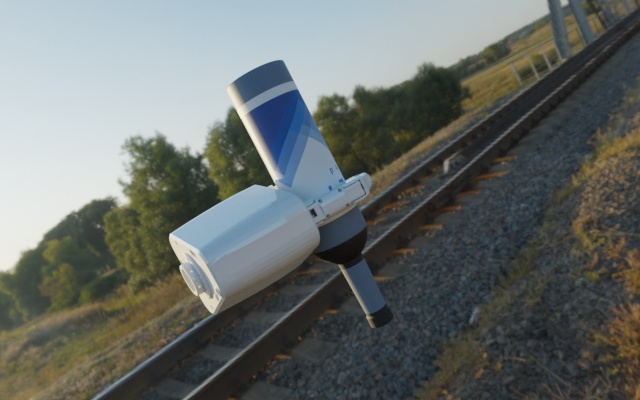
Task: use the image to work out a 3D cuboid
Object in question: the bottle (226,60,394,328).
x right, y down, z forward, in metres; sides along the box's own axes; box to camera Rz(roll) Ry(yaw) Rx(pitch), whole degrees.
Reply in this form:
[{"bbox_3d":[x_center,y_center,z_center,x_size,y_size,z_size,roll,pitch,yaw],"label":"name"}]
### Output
[{"bbox_3d":[0.000,0.001,0.505,0.069,0.296,0.069,-27,6,3],"label":"bottle"}]
